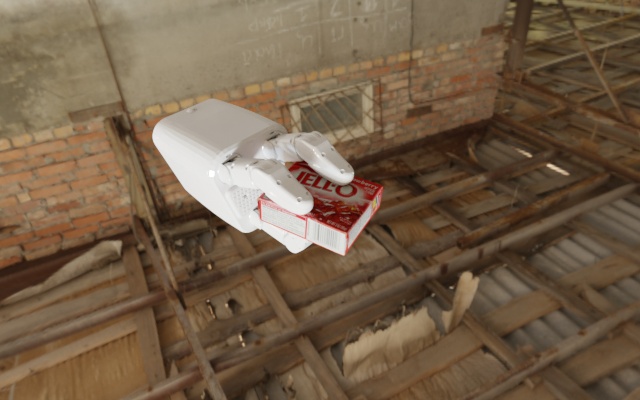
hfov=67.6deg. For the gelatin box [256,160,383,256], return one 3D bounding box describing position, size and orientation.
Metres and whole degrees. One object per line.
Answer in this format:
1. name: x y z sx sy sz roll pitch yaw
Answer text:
1. gelatin box: 0.000 0.002 0.426 0.089 0.030 0.073 21 43 21
